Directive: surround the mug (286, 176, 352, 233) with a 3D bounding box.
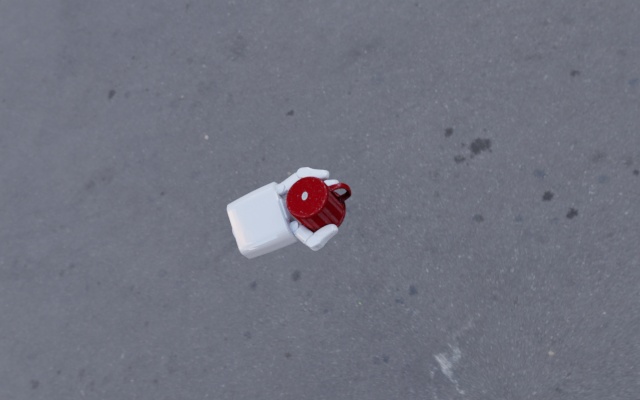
[{"bbox_3d":[0.001,0.002,0.859,0.117,0.093,0.081,-25,-30,12],"label":"mug"}]
